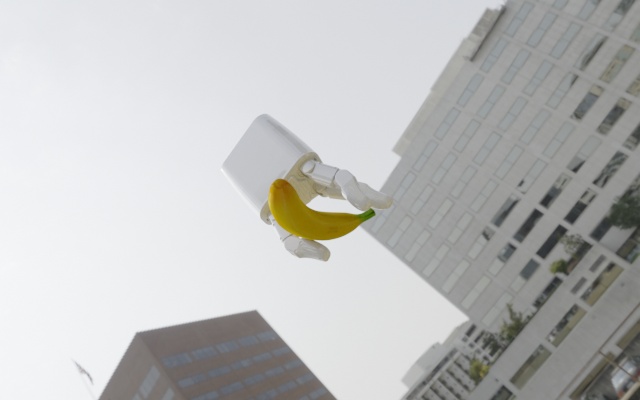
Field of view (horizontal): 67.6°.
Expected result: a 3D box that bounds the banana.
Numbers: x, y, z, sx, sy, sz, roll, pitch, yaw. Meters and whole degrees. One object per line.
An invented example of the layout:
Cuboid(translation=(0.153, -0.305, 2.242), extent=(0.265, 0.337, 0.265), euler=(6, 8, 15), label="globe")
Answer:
Cuboid(translation=(-0.009, 0.016, 0.566), extent=(0.037, 0.070, 0.198), euler=(48, 18, 31), label="banana")
